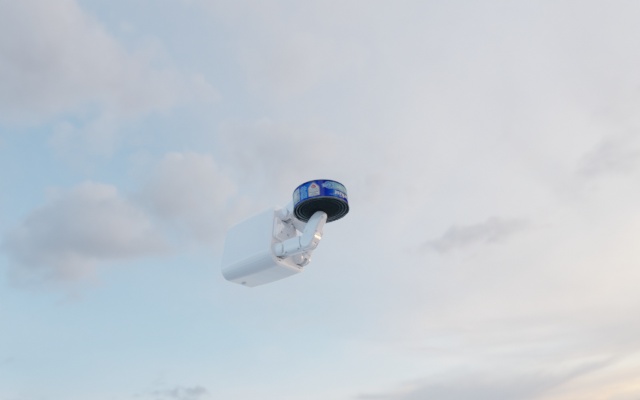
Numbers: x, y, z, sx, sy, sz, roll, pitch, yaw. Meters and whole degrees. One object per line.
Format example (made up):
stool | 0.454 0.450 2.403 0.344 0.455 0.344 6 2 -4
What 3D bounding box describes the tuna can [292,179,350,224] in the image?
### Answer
tuna can | 0.000 0.002 0.727 0.086 0.033 0.086 -4 -28 -2
